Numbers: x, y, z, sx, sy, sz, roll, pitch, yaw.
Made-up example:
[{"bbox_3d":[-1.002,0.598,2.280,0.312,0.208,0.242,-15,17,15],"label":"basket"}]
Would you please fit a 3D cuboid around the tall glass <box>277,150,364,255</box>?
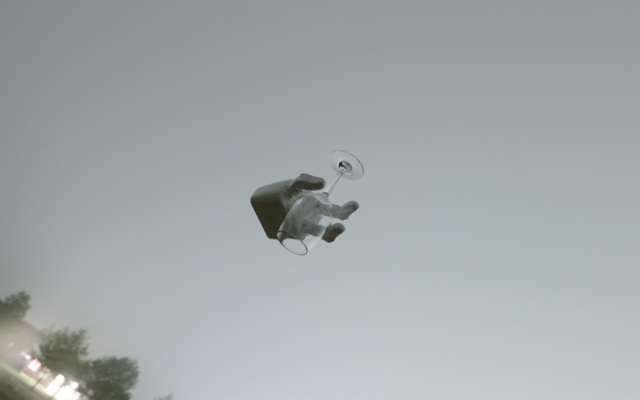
[{"bbox_3d":[0.001,0.002,0.854,0.079,0.201,0.079,24,-33,17],"label":"tall glass"}]
